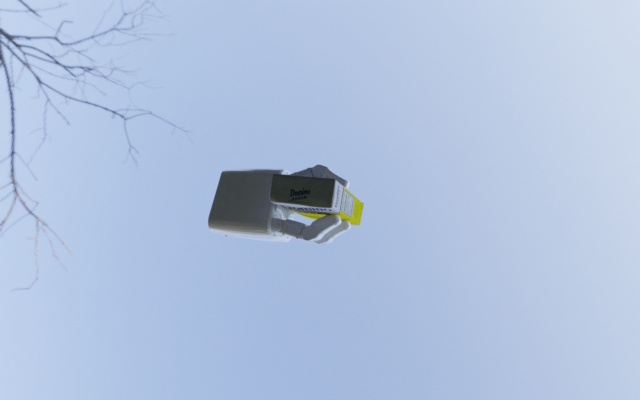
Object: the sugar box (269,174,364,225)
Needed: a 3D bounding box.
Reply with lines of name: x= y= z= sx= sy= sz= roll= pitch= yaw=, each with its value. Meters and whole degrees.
sugar box: x=0.000 y=0.003 z=0.711 sx=0.093 sy=0.048 sz=0.176 roll=6 pitch=-6 yaw=19
